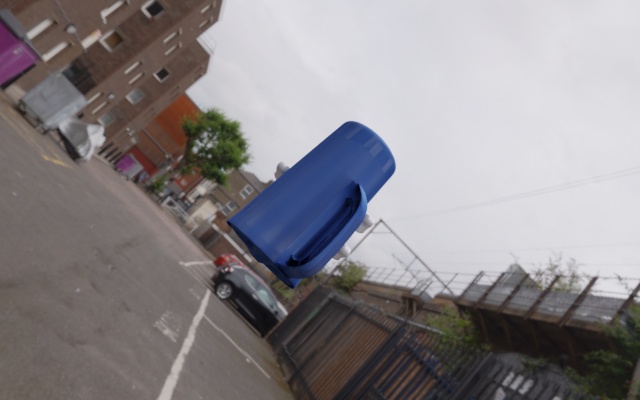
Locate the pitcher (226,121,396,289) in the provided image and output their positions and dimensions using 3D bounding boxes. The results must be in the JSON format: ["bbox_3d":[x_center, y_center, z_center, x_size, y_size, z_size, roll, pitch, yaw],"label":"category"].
[{"bbox_3d":[0.000,0.002,0.684,0.149,0.243,0.145,43,-14,12],"label":"pitcher"}]
